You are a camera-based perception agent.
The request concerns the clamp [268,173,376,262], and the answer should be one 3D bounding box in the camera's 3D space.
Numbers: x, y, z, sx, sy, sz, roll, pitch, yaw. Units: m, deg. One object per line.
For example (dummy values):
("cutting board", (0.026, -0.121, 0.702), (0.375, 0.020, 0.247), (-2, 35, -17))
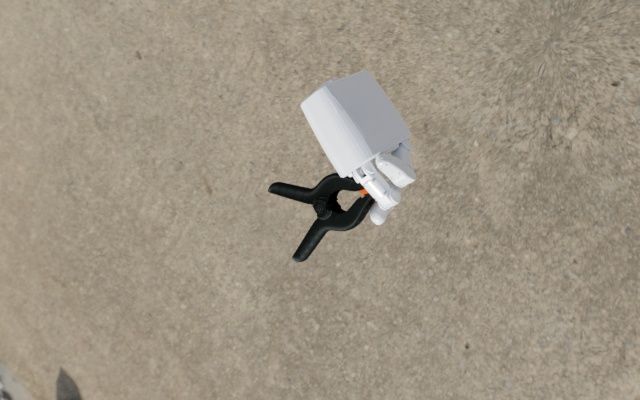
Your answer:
("clamp", (0.000, 0.002, 0.655), (0.171, 0.120, 0.039), (-32, -3, 30))
